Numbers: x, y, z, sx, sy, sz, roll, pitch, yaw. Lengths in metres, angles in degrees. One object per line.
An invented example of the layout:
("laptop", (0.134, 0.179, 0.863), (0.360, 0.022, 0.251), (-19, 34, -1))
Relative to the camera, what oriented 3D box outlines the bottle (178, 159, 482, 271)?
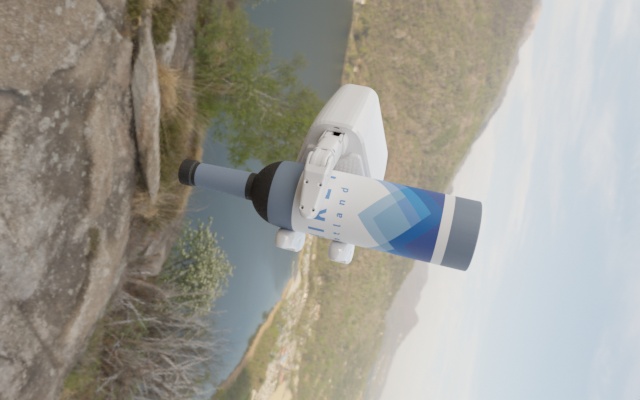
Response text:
("bottle", (0.000, 0.002, 0.468), (0.295, 0.069, 0.069), (13, 2, 11))
